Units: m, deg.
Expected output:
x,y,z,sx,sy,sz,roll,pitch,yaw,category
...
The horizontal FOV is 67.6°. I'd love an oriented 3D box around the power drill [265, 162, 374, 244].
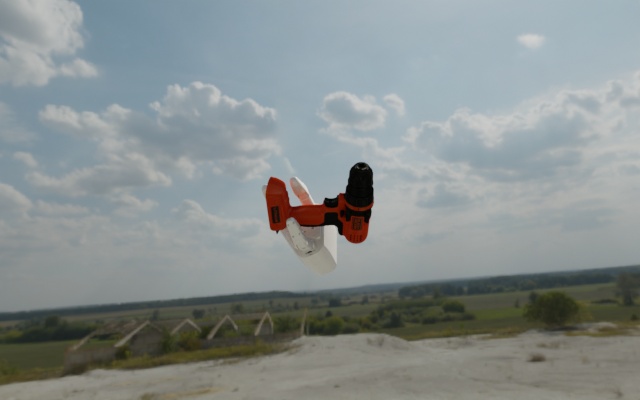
x,y,z,sx,sy,sz,roll,pitch,yaw,category
0.000,0.003,0.846,0.187,0.185,0.057,5,44,5,power drill
